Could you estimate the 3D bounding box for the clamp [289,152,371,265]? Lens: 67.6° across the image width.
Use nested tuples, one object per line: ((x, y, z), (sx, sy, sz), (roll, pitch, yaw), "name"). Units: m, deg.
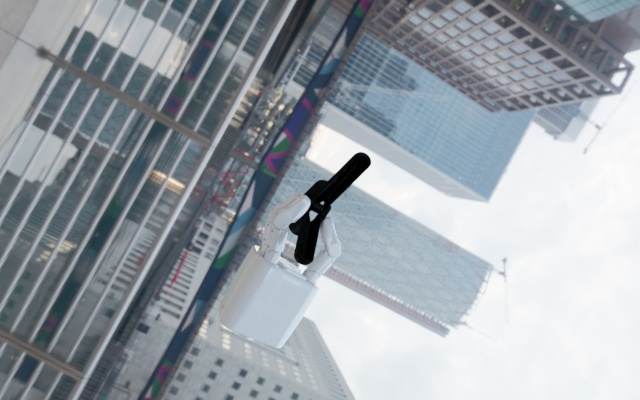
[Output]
((0.001, 0.003, 0.690), (0.036, 0.164, 0.210), (34, -2, -12), "clamp")
